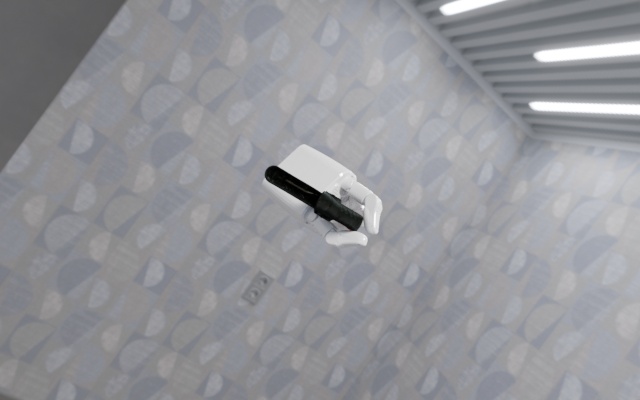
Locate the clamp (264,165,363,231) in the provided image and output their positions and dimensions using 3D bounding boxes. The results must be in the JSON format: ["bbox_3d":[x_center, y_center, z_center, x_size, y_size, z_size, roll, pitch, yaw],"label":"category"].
[{"bbox_3d":[0.001,0.002,0.663,0.120,0.039,0.171,36,0,33],"label":"clamp"}]
